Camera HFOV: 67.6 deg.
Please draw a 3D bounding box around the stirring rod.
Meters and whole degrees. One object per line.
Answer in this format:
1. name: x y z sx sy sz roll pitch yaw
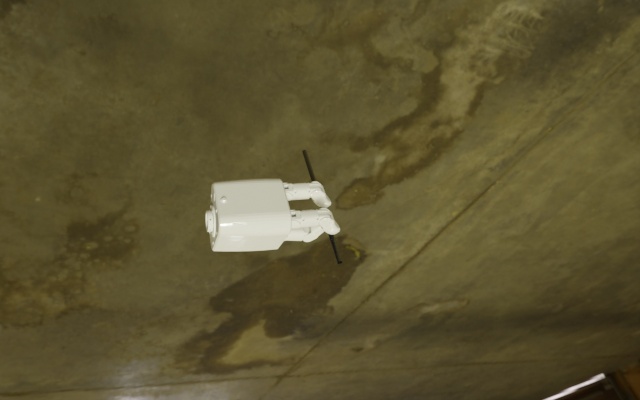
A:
1. stirring rod: 0.000 0.003 0.801 0.011 0.239 0.011 -11 -37 -9
